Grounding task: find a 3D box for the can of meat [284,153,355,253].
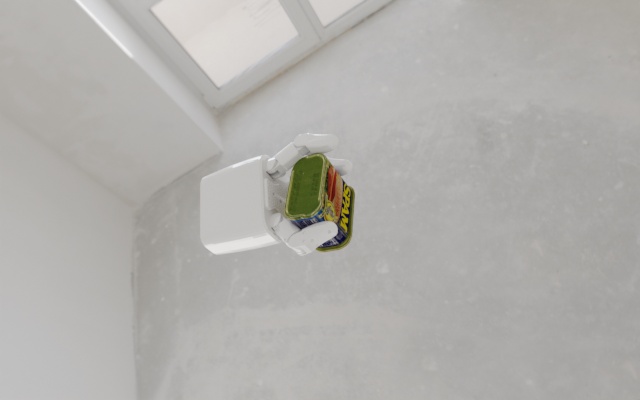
[{"bbox_3d":[0.000,0.002,0.616,0.057,0.102,0.084,-12,-38,26],"label":"can of meat"}]
